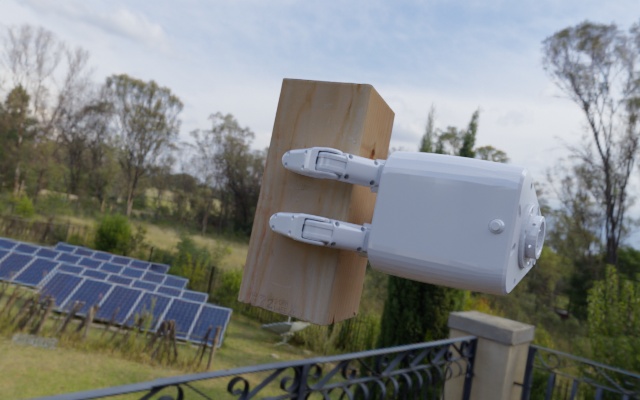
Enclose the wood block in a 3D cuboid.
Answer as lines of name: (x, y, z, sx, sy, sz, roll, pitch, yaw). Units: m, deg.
wood block: (0.001, 0.001, 0.454, 0.090, 0.206, 0.091, 10, -3, 24)
